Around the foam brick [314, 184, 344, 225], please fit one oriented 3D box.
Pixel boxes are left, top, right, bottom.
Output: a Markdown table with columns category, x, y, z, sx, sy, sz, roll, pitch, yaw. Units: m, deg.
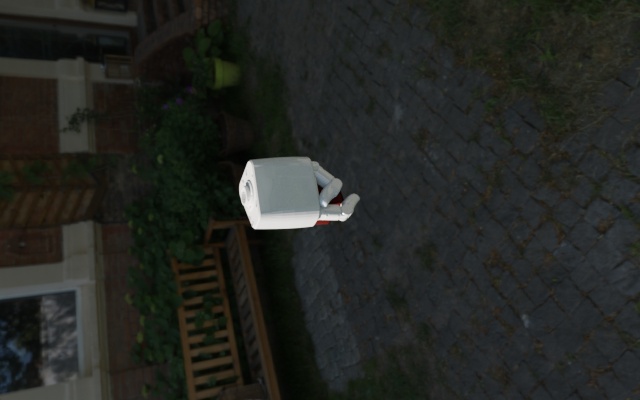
| category | x | y | z | sx | sy | sz | roll | pitch | yaw |
| --- | --- | --- | --- | --- | --- | --- | --- | --- | --- |
| foam brick | 0.000 | 0.003 | 0.866 | 0.051 | 0.053 | 0.078 | -4 | -32 | -26 |
